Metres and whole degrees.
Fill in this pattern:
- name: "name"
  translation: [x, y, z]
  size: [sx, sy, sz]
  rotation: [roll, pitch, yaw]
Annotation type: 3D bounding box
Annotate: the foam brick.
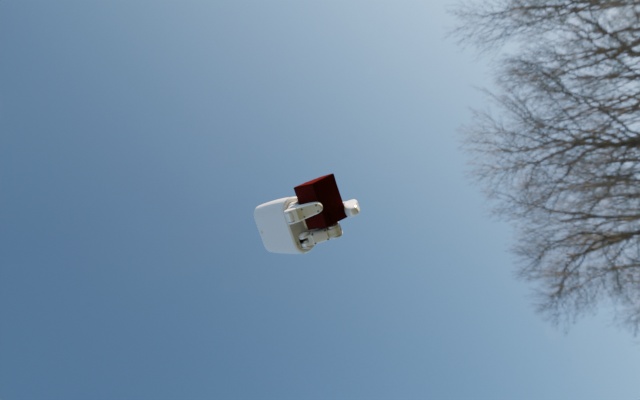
- name: "foam brick"
  translation: [0.000, 0.002, 0.786]
  size: [0.053, 0.078, 0.051]
  rotation: [-25, 10, -38]
